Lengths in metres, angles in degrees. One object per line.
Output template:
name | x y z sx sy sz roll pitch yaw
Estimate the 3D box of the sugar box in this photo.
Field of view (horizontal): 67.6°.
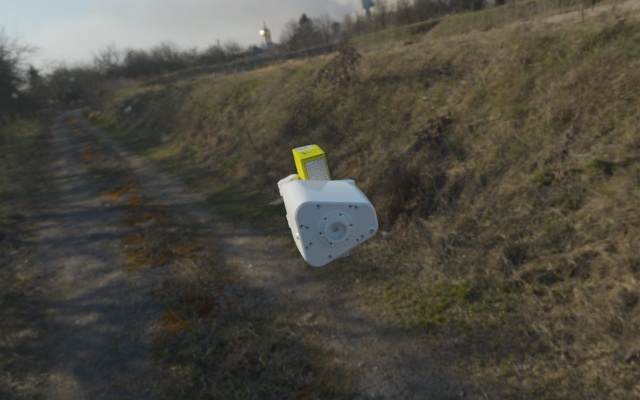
sugar box | 0.000 0.003 0.778 0.048 0.176 0.093 -14 18 -6
